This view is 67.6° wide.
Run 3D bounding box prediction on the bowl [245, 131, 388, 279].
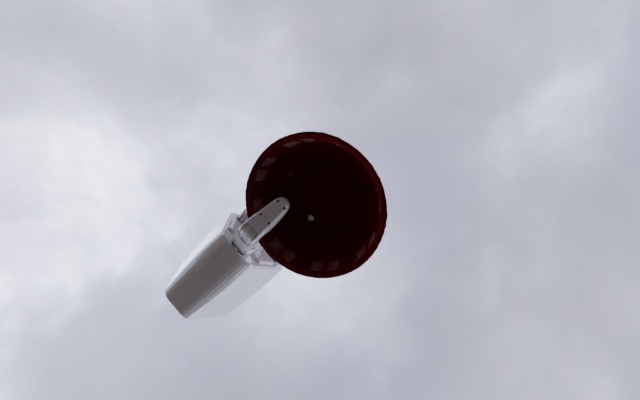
[{"bbox_3d":[0.001,0.001,0.531,0.162,0.162,0.055,0,13,21],"label":"bowl"}]
